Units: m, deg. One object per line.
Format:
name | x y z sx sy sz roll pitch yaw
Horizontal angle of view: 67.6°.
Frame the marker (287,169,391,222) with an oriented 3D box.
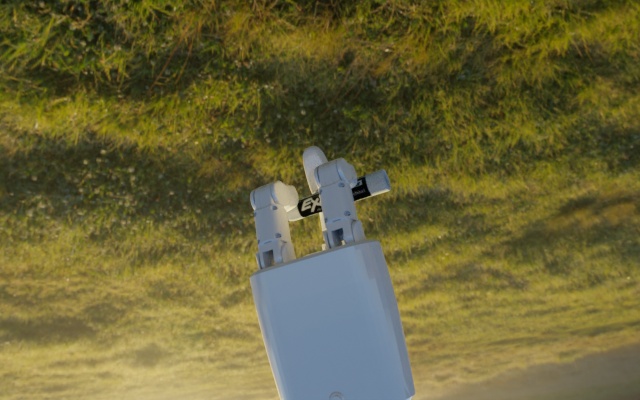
marker | 0.000 0.001 0.408 0.121 0.020 0.020 -19 -6 18
